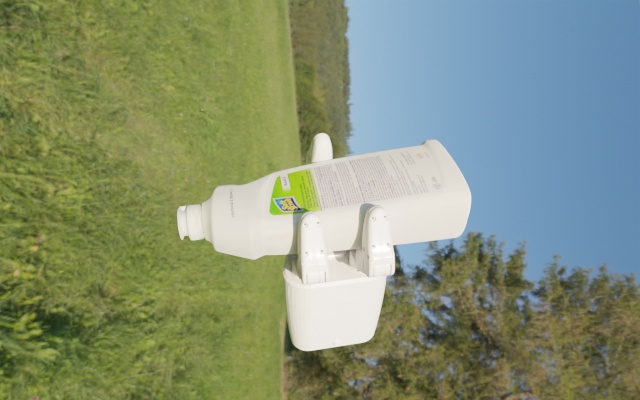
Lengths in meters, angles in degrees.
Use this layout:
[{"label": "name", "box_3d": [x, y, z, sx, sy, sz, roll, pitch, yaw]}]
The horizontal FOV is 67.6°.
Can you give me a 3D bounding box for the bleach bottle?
[{"label": "bleach bottle", "box_3d": [0.000, 0.001, 0.438, 0.251, 0.068, 0.102, -6, 39, -8]}]
